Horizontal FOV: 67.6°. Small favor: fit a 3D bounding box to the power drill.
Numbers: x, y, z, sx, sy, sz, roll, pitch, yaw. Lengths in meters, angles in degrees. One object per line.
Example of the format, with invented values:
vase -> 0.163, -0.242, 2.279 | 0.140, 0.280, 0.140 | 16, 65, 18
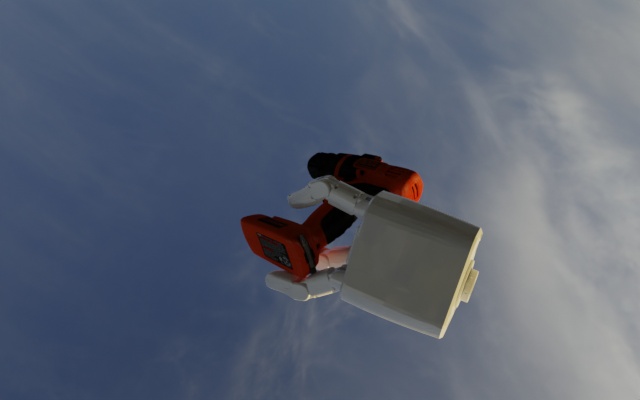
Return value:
power drill -> 0.000, 0.002, 0.573 | 0.187, 0.057, 0.184 | -36, 33, -29
